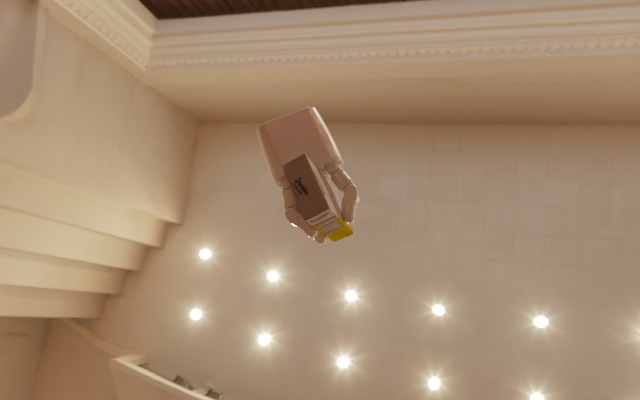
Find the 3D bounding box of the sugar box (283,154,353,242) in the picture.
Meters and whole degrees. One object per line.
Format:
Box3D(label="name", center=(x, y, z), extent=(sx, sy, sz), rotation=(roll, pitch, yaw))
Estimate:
Box3D(label="sugar box", center=(0.000, 0.003, 0.738), extent=(0.048, 0.093, 0.176), rotation=(-27, -21, 9))
